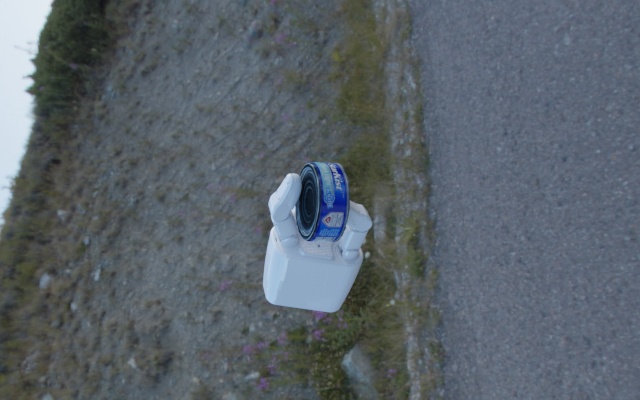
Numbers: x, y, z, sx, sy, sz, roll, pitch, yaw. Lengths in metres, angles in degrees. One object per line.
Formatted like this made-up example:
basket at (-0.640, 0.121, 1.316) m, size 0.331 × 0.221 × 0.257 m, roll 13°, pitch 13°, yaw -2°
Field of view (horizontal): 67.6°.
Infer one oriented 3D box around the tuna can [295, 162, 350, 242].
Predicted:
tuna can at (0.000, 0.002, 0.512) m, size 0.034 × 0.086 × 0.086 m, roll 2°, pitch -1°, yaw -19°
